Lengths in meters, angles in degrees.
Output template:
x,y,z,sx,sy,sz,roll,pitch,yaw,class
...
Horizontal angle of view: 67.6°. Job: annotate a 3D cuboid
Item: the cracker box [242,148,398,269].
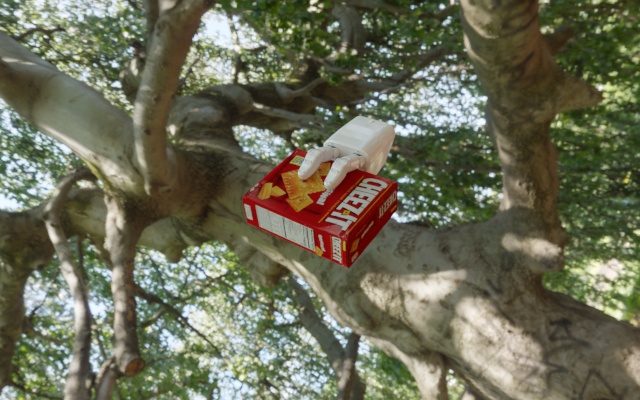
x,y,z,sx,sy,sz,roll,pitch,yaw,class
0.000,0.003,0.815,0.213,0.072,0.164,21,47,29,cracker box
